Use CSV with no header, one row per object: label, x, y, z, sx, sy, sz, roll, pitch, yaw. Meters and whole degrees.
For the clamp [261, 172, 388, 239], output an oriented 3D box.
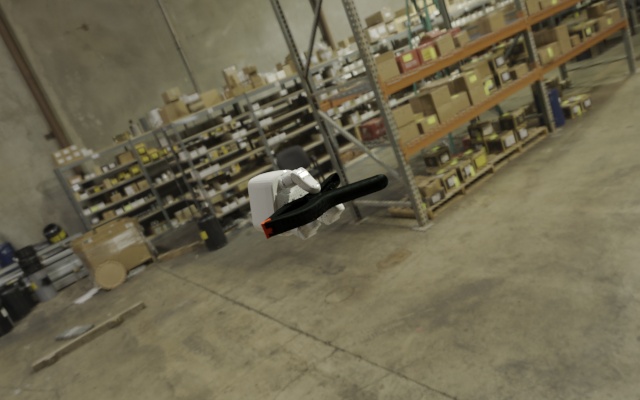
clamp,-0.001,0.002,0.789,0.210,0.036,0.164,-31,17,-30
